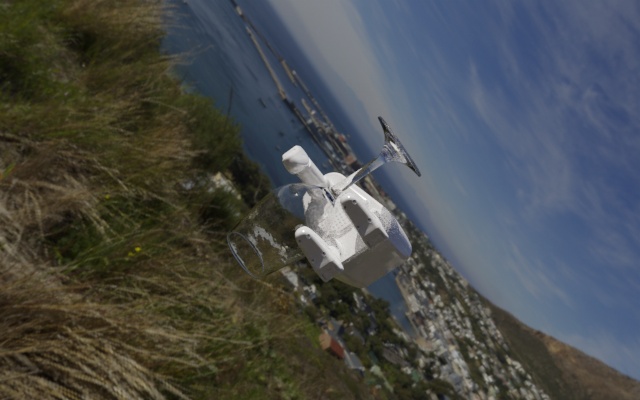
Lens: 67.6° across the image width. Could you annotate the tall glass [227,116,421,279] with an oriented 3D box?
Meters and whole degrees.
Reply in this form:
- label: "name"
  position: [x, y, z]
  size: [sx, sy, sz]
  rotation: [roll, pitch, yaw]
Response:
- label: "tall glass"
  position: [0.001, 0.001, 0.497]
  size: [0.201, 0.079, 0.079]
  rotation: [-35, -6, 8]
